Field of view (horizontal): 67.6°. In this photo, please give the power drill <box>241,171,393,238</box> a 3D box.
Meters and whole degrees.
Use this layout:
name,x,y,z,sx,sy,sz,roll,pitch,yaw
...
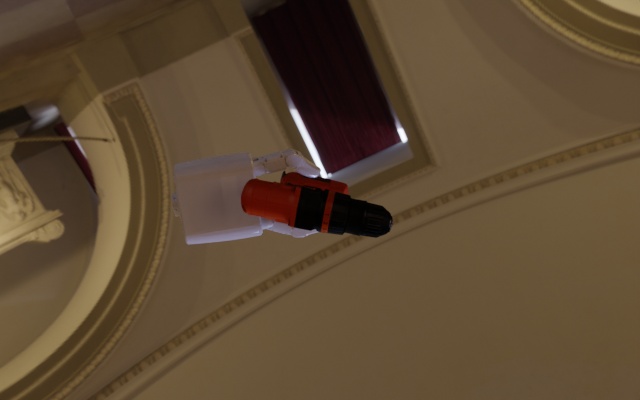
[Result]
name,x,y,z,sx,sy,sz,roll,pitch,yaw
power drill,0.000,0.002,0.643,0.184,0.057,0.187,13,6,2
